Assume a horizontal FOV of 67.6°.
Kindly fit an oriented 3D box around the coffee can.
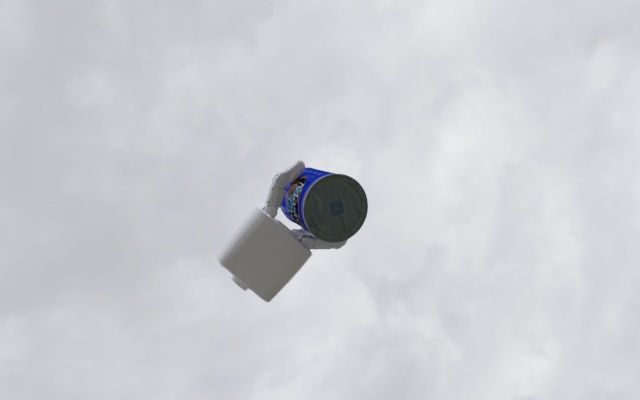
[{"bbox_3d":[0.000,0.002,0.763,0.103,0.103,0.140,0,8,-20],"label":"coffee can"}]
